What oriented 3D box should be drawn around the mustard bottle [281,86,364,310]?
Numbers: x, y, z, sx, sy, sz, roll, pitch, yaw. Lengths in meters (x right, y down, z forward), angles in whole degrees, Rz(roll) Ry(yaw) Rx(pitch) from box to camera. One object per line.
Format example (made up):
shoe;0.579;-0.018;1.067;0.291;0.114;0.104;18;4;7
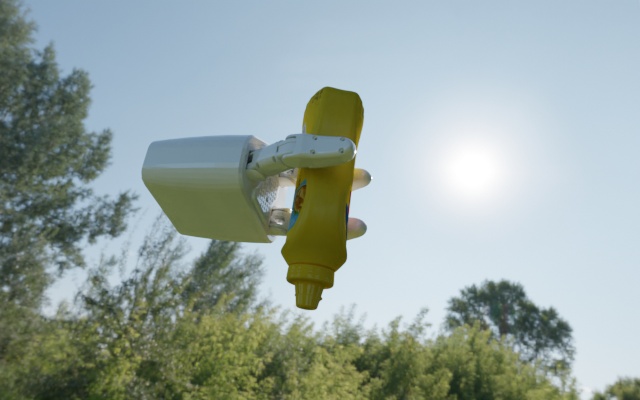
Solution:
mustard bottle;0.000;0.001;0.430;0.058;0.191;0.096;11;-22;-6
